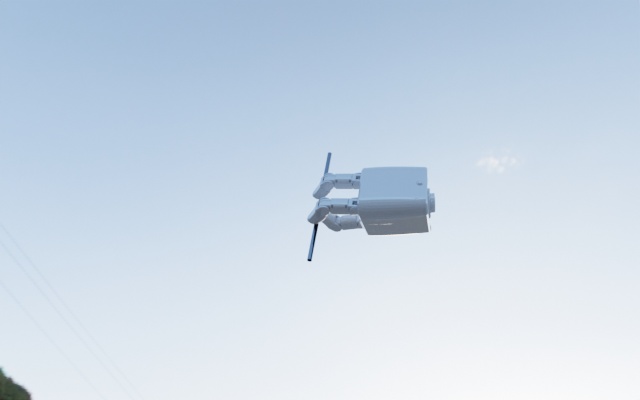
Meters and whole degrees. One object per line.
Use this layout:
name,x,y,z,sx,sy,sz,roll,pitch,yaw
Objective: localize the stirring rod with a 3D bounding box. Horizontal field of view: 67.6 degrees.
stirring rod,0.000,0.003,0.821,0.011,0.239,0.011,6,-40,5
